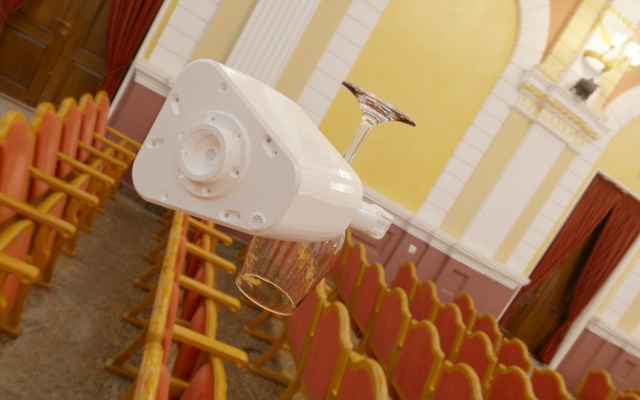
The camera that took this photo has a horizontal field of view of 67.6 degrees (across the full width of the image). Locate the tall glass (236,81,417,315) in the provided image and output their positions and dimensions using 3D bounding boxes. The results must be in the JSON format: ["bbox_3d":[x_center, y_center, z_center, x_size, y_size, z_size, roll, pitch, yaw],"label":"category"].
[{"bbox_3d":[0.001,0.001,0.423,0.079,0.201,0.079,30,8,-5],"label":"tall glass"}]
